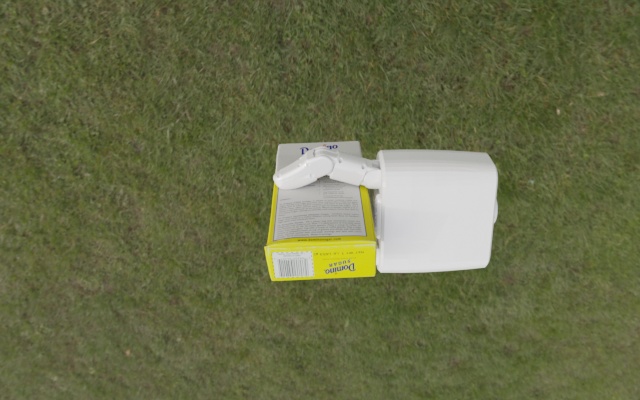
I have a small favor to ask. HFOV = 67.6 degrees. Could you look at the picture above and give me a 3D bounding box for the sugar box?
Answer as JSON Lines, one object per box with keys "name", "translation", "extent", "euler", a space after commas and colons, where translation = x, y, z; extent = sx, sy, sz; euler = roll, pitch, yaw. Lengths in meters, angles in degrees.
{"name": "sugar box", "translation": [0.000, 0.002, 0.469], "extent": [0.093, 0.048, 0.176], "euler": [-2, 33, 1]}
